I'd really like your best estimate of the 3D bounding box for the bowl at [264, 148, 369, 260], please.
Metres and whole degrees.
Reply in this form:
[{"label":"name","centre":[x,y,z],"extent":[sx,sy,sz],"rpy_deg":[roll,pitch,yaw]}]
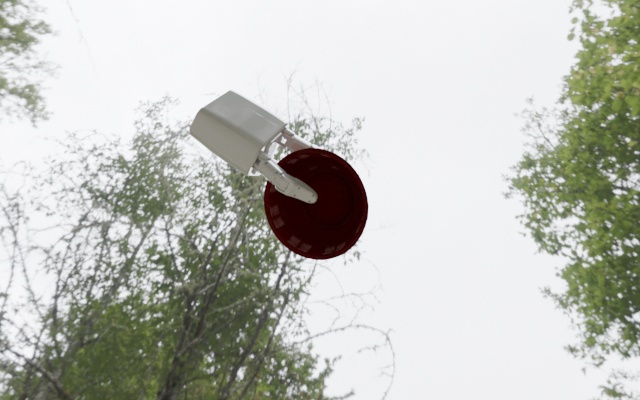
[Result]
[{"label":"bowl","centre":[0.001,0.003,0.699],"extent":[0.162,0.162,0.055],"rpy_deg":[0,10,23]}]
